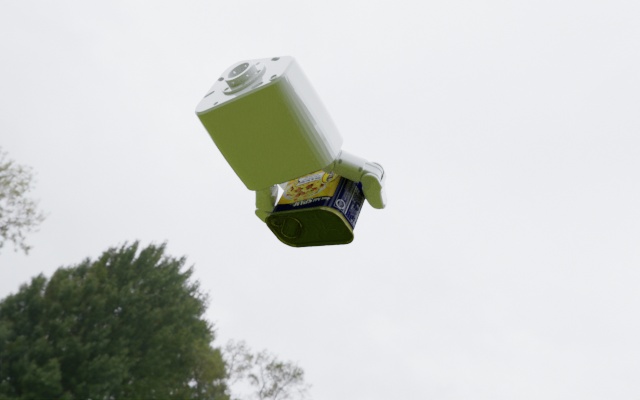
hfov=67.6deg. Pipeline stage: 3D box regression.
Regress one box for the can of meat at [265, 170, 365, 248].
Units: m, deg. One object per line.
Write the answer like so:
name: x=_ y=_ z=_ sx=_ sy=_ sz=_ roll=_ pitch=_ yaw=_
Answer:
can of meat: x=0.000 y=0.002 z=0.537 sx=0.102 sy=0.084 sz=0.057 roll=-8 pitch=-47 yaw=36
